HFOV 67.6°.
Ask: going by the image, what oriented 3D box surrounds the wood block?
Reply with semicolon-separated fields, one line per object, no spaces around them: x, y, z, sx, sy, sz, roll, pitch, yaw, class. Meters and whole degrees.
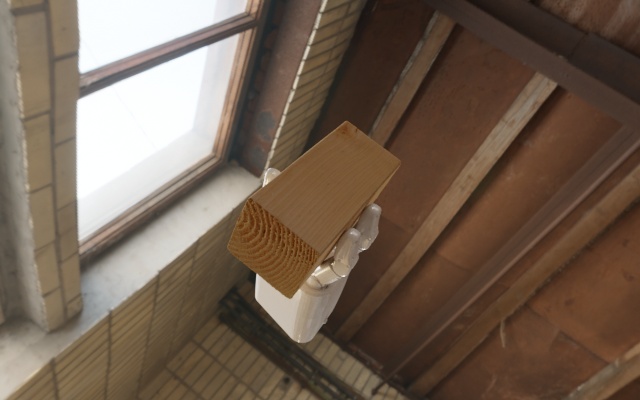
0.000;0.002;0.552;0.091;0.090;0.206;37;43;7;wood block
